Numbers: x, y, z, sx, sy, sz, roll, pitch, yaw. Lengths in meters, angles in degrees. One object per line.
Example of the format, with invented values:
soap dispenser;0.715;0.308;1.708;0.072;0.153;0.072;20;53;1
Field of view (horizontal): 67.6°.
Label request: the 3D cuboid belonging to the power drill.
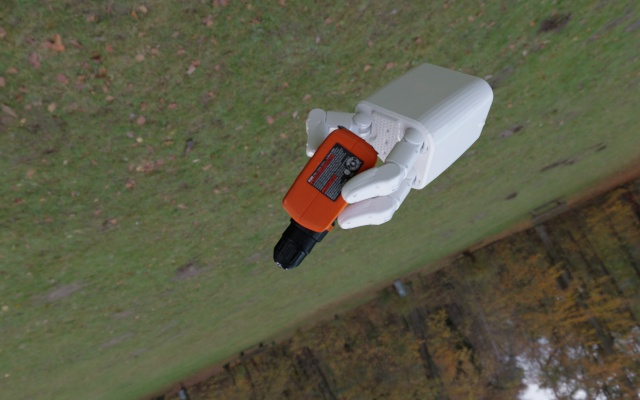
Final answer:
power drill;0.000;0.002;0.550;0.057;0.184;0.187;34;-6;3
